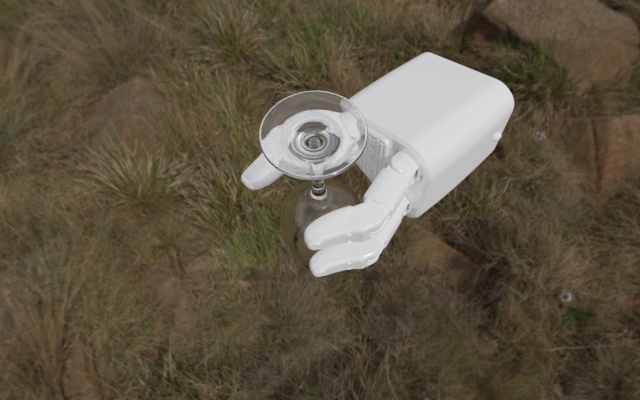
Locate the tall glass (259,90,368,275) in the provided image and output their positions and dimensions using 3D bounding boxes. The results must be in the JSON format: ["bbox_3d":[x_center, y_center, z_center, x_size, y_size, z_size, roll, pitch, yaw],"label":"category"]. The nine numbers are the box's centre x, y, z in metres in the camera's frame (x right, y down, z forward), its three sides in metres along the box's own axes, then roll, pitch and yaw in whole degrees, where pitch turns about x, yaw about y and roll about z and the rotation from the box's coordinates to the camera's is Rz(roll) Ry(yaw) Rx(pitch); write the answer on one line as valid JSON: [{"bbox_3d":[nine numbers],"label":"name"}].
[{"bbox_3d":[0.000,0.001,0.409,0.079,0.079,0.201,0,-29,3],"label":"tall glass"}]
